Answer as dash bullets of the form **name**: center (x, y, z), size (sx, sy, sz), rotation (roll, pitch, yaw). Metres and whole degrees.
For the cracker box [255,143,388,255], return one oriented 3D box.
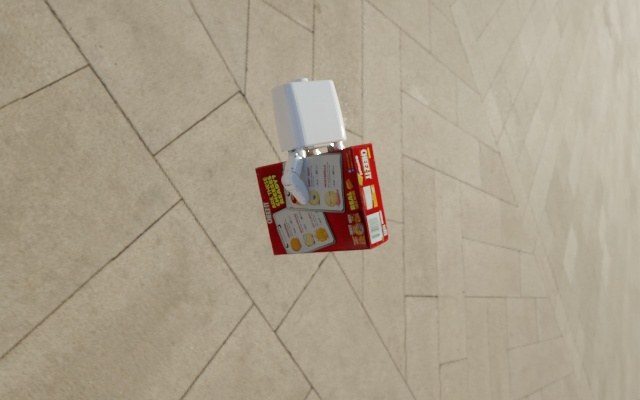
- **cracker box**: center (0.000, 0.003, 0.815), size (0.214, 0.164, 0.072), rotation (-8, 5, 39)
